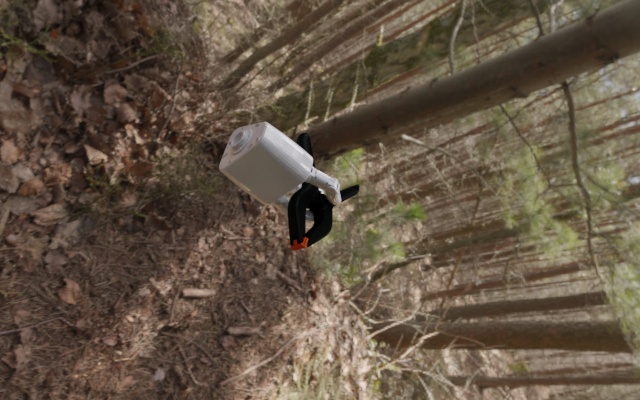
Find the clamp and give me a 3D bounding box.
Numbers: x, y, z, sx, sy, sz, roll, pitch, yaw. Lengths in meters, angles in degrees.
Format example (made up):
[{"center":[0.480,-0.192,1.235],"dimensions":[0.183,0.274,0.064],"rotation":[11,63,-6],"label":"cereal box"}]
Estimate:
[{"center":[0.000,0.003,0.846],"dimensions":[0.165,0.209,0.036],"rotation":[36,-38,-31],"label":"clamp"}]
